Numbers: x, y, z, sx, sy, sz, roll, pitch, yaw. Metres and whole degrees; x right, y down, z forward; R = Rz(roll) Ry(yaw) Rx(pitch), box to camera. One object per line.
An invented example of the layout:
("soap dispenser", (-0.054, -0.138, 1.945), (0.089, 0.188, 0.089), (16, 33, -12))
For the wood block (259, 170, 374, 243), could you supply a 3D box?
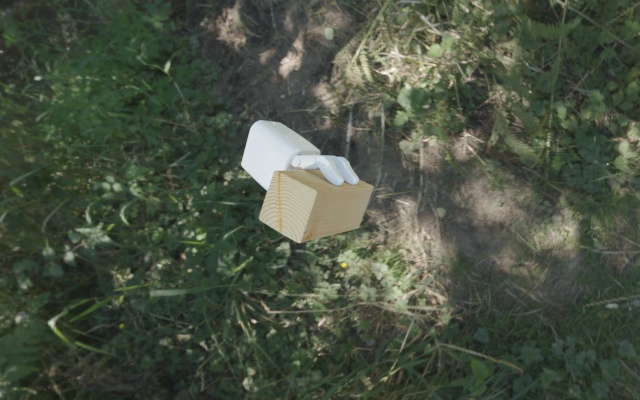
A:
("wood block", (0.000, 0.003, 0.833), (0.090, 0.091, 0.206), (27, 17, 26))
